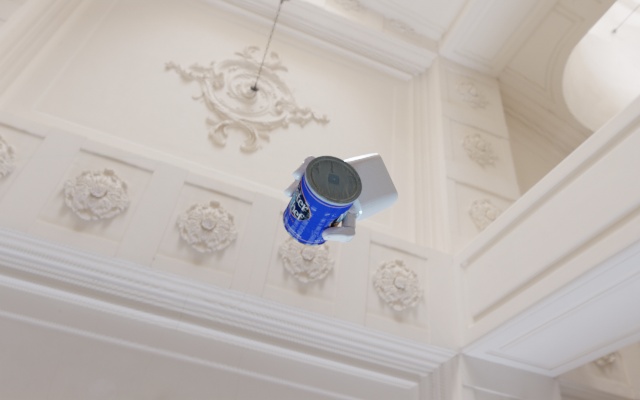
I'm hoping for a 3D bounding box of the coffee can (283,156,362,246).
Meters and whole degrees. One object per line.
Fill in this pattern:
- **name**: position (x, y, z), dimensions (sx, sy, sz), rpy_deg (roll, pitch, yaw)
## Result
- **coffee can**: position (0.000, 0.003, 0.858), dimensions (0.103, 0.102, 0.140), rpy_deg (0, -35, -24)
